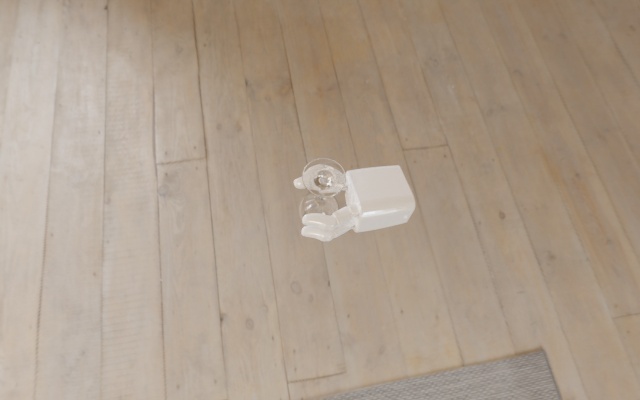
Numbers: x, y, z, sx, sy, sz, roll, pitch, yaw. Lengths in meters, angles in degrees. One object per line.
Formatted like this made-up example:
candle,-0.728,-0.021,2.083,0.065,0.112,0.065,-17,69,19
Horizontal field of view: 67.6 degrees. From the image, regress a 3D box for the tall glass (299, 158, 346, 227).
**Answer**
tall glass,0.000,0.003,0.890,0.079,0.079,0.201,0,-25,-4
